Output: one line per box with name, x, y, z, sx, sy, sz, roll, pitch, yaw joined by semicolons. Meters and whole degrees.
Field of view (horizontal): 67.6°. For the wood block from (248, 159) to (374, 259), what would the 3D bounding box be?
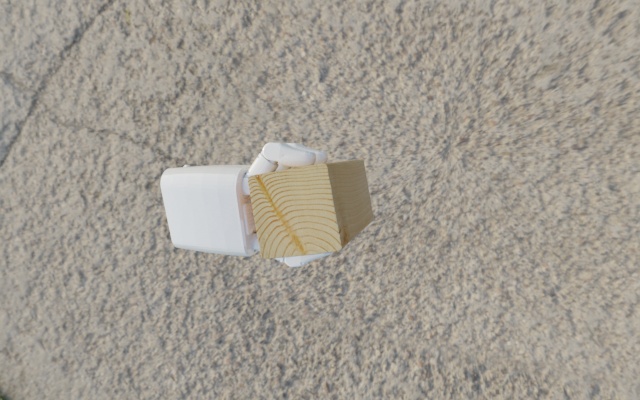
wood block;0.000;0.002;0.581;0.090;0.091;0.206;-8;4;16
